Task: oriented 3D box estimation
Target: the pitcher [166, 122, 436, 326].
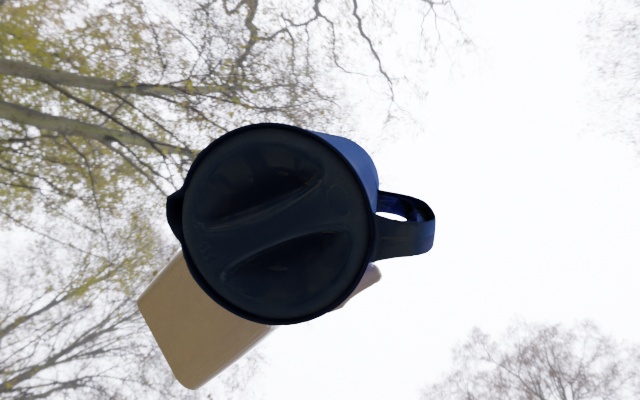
[{"bbox_3d":[0.000,0.001,0.414,0.145,0.149,0.243,-41,-1,15],"label":"pitcher"}]
